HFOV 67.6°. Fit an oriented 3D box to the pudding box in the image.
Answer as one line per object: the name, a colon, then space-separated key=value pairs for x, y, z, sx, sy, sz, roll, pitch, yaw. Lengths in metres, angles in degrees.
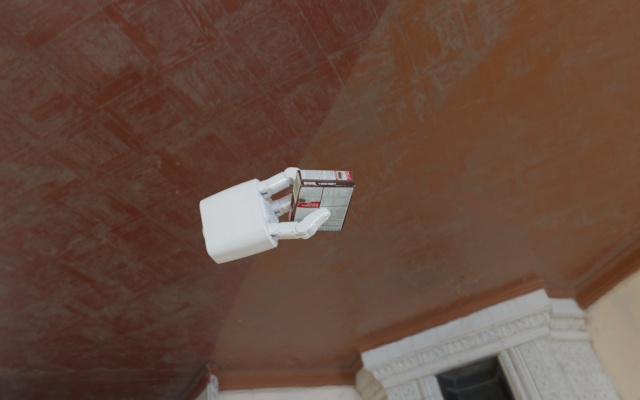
pudding box: x=0.000 y=0.003 z=0.772 sx=0.090 sy=0.039 sz=0.114 roll=0 pitch=-41 yaw=-13
